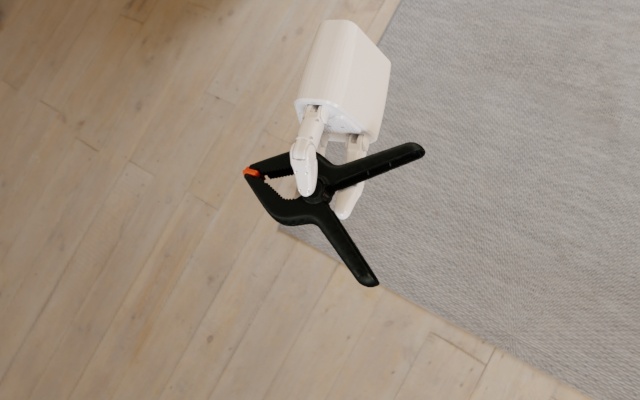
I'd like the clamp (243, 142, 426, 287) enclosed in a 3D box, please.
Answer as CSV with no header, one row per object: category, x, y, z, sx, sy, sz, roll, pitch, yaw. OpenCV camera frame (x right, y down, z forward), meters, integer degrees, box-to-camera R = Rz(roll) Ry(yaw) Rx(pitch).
clamp,-0.001,0.001,0.542,0.210,0.164,0.036,9,-16,24
